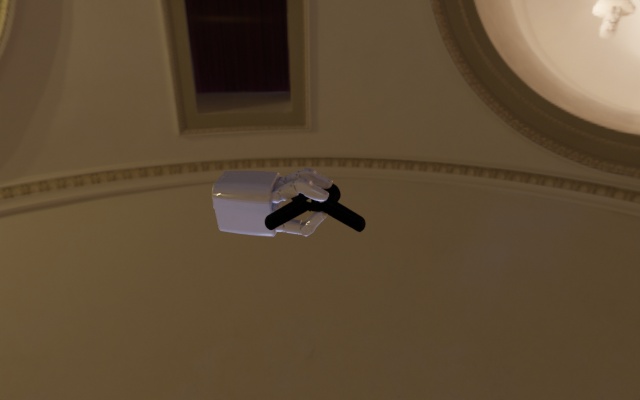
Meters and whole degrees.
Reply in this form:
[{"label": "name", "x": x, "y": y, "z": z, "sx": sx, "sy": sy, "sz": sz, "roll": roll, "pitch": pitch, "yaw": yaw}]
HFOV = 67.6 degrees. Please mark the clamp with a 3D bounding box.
[{"label": "clamp", "x": 0.000, "y": 0.003, "z": 0.858, "sx": 0.164, "sy": 0.036, "sz": 0.210, "roll": 5, "pitch": 25, "yaw": 4}]
